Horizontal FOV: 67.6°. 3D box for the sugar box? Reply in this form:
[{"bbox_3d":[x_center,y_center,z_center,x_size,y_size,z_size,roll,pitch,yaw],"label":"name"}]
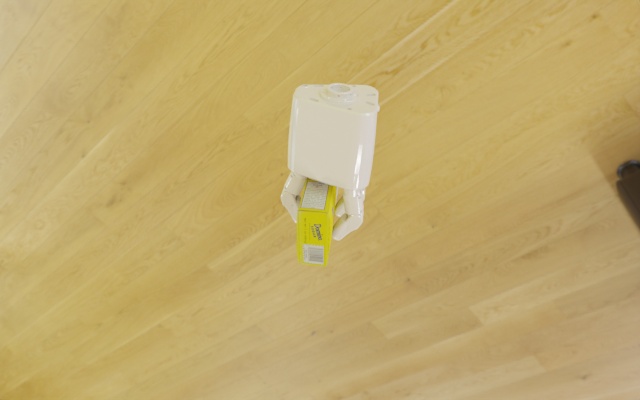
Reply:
[{"bbox_3d":[0.001,0.002,0.687,0.048,0.093,0.176,6,36,6],"label":"sugar box"}]
